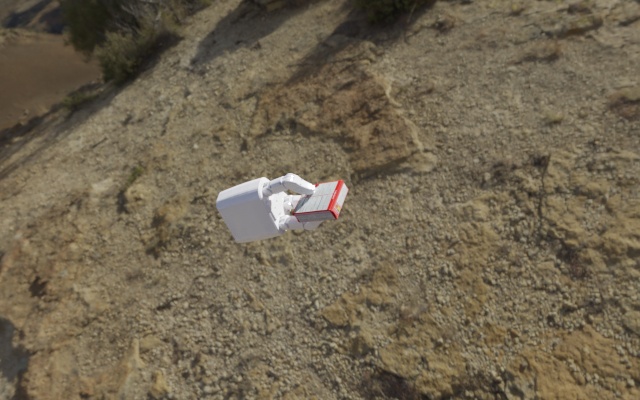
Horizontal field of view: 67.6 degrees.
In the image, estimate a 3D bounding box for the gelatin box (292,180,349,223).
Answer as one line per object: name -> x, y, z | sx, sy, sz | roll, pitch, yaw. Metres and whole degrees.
gelatin box -> 0.000, 0.003, 0.883 | 0.089, 0.073, 0.030 | -8, -46, 36
